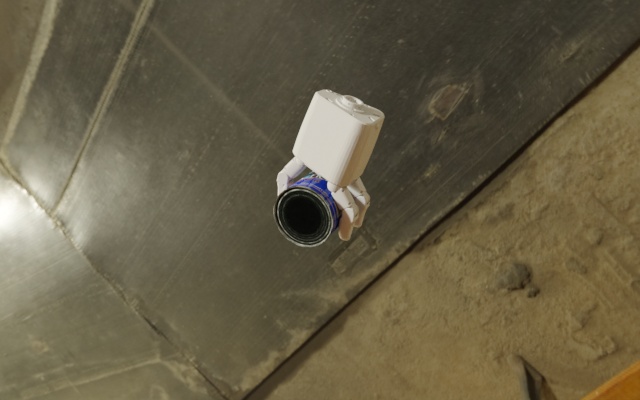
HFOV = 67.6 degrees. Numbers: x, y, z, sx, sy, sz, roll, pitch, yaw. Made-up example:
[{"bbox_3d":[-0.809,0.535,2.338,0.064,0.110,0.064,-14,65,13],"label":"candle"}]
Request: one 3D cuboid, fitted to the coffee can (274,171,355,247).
[{"bbox_3d":[0.000,0.003,0.795,0.103,0.103,0.140,0,20,25],"label":"coffee can"}]
